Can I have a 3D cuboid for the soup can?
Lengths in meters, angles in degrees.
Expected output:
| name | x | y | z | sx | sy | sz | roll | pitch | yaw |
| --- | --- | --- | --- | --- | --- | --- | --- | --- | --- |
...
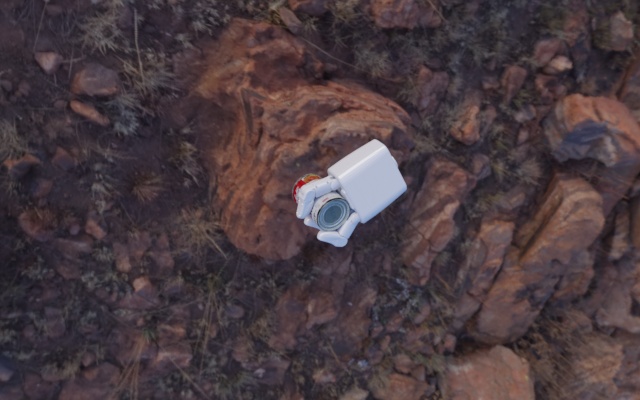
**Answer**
| name | x | y | z | sx | sy | sz | roll | pitch | yaw |
| --- | --- | --- | --- | --- | --- | --- | --- | --- | --- |
| soup can | 0.000 | 0.003 | 0.870 | 0.068 | 0.068 | 0.102 | 0 | 27 | -32 |
